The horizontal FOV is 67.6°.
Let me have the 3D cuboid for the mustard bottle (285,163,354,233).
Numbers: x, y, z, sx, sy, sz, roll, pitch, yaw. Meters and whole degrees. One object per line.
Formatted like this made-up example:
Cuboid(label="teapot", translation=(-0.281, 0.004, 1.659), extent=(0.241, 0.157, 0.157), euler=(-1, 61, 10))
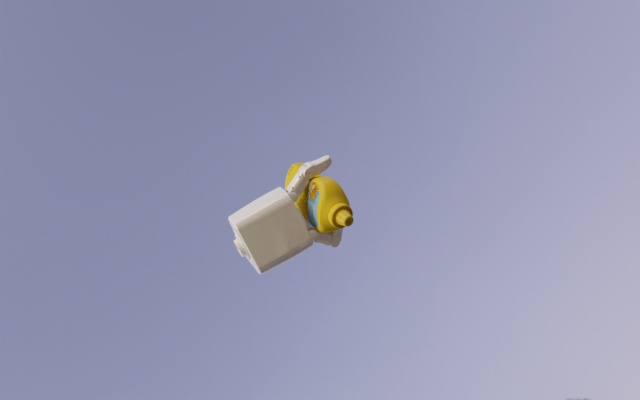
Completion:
Cuboid(label="mustard bottle", translation=(0.000, 0.003, 0.833), extent=(0.058, 0.096, 0.191), euler=(-6, 22, -27))
